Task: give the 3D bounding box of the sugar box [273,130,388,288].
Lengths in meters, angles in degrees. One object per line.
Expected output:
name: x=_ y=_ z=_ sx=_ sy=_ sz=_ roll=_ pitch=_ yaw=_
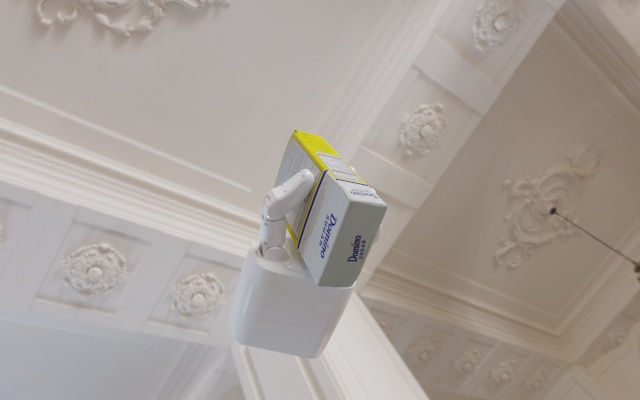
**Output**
sugar box: x=0.000 y=0.002 z=0.495 sx=0.048 sy=0.093 sz=0.176 roll=8 pitch=25 yaw=-28
